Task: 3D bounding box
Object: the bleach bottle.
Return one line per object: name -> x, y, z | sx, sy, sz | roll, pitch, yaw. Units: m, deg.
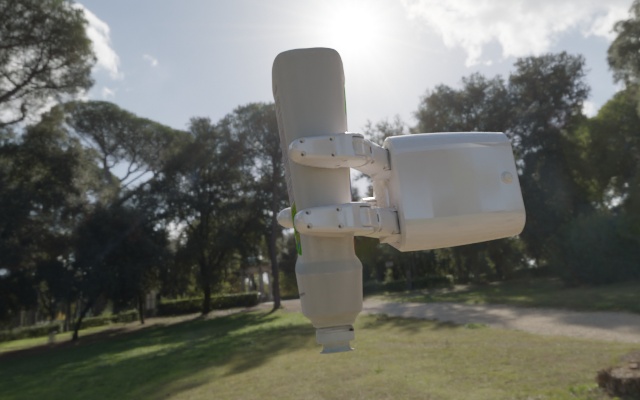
bleach bottle -> 0.000, 0.001, 0.418 | 0.068, 0.250, 0.102 | -5, -14, -2
